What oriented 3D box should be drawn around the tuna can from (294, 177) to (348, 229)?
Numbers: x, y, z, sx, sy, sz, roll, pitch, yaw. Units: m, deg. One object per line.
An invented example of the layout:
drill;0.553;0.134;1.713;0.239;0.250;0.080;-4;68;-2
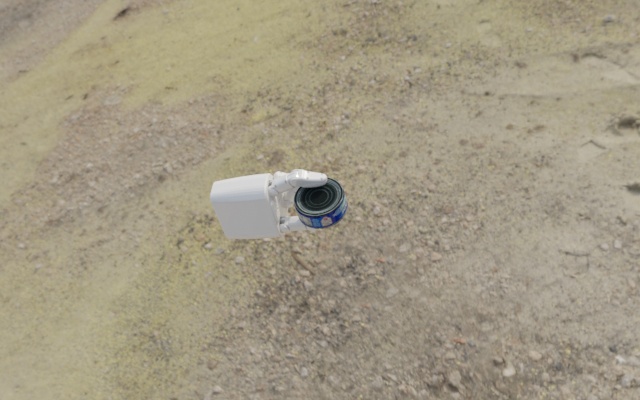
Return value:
tuna can;0.000;0.002;0.782;0.086;0.086;0.034;0;-39;15
